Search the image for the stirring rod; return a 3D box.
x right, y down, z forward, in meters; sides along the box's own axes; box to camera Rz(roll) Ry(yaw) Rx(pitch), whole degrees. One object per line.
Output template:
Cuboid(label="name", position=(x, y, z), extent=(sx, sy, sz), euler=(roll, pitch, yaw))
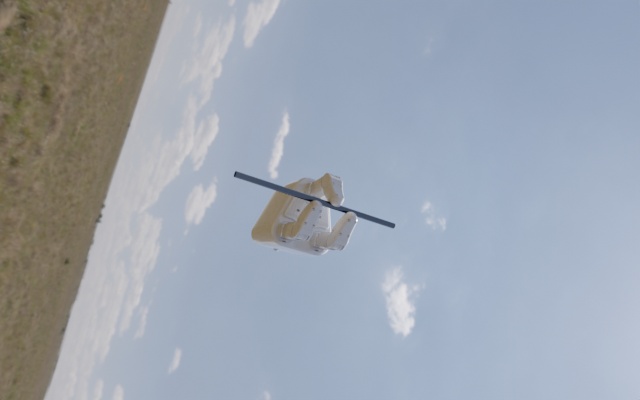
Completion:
Cuboid(label="stirring rod", position=(0.000, 0.002, 0.630), extent=(0.239, 0.011, 0.011), euler=(18, -8, -24))
